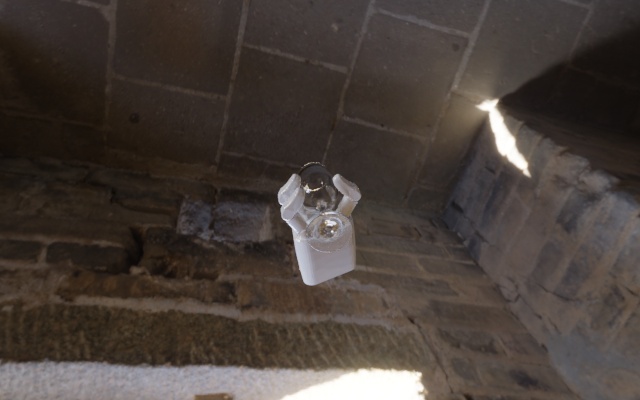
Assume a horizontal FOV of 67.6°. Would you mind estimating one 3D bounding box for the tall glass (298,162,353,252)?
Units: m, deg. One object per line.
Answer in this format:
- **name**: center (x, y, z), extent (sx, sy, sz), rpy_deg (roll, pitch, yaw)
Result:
- **tall glass**: center (0.000, 0.003, 0.834), extent (0.079, 0.079, 0.201), rpy_deg (0, 30, -9)
